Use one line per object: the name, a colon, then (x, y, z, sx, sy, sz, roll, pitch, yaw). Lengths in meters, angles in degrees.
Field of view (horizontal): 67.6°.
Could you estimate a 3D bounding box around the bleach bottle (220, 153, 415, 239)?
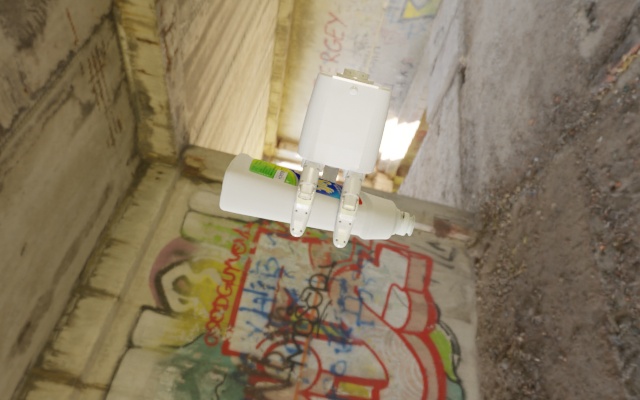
bleach bottle: (0.000, 0.002, 0.640, 0.251, 0.068, 0.102, 13, 19, -2)
